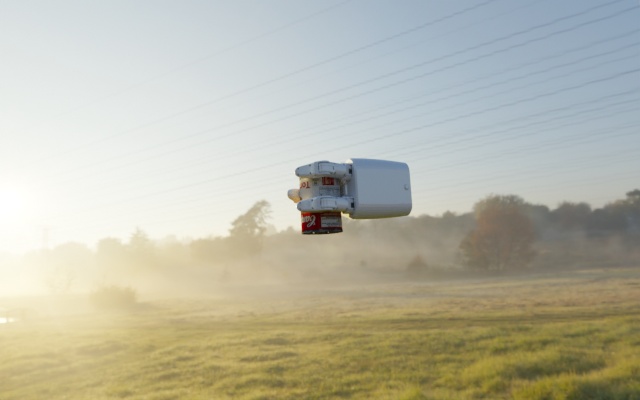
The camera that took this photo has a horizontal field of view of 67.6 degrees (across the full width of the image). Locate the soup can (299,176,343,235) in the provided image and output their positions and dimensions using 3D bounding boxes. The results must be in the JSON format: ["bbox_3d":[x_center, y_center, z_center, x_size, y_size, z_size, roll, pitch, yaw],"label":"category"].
[{"bbox_3d":[0.000,0.002,0.777,0.068,0.102,0.068,-3,-8,0],"label":"soup can"}]
